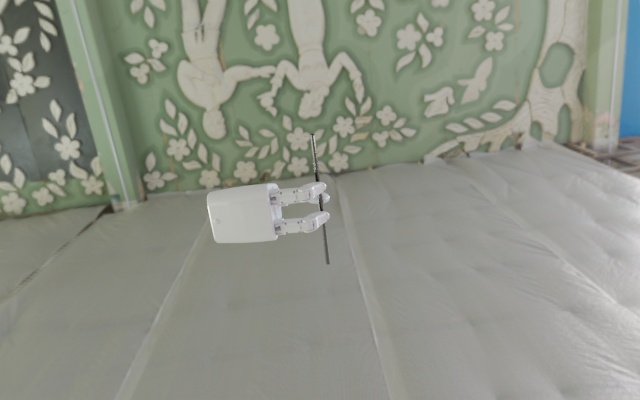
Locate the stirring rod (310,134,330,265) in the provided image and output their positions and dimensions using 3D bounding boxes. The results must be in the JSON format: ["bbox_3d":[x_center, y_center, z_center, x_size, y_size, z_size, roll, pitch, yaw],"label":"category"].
[{"bbox_3d":[0.000,0.003,0.836,0.011,0.240,0.011,-6,19,2],"label":"stirring rod"}]
